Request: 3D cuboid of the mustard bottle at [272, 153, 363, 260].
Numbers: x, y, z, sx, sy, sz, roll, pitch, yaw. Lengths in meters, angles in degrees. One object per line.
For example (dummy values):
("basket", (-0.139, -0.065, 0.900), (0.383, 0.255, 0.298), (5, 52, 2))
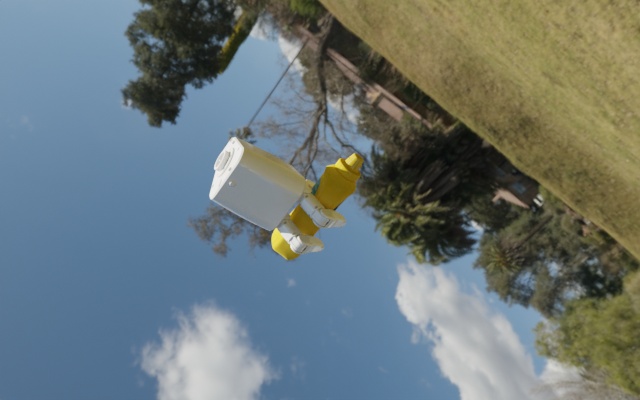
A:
("mustard bottle", (0.000, 0.003, 0.747), (0.058, 0.192, 0.096), (38, 22, -3))
